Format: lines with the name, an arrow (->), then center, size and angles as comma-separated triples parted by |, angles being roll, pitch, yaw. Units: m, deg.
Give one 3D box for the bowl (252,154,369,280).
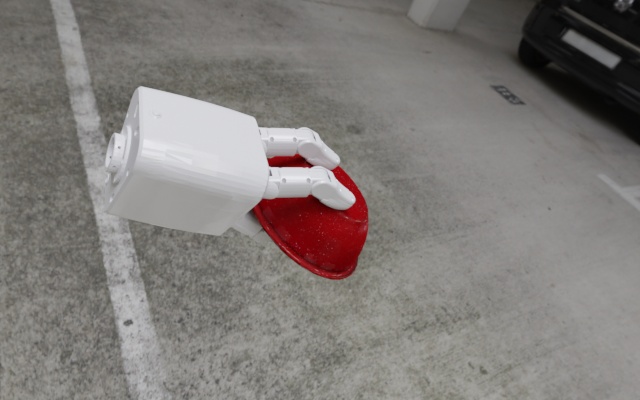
bowl -> 0.001, 0.002, 0.509 | 0.055, 0.162, 0.162 | -41, -20, 25
